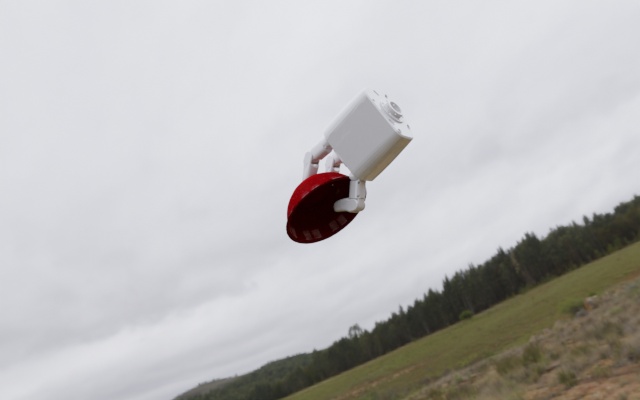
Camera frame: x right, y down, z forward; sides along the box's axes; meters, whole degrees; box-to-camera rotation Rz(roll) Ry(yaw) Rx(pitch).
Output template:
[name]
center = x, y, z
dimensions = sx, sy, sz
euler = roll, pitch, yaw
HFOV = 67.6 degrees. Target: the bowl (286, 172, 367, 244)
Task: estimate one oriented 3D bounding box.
[bowl]
center = -0.001, 0.003, 0.847
dimensions = 0.162, 0.162, 0.055
euler = 0, 42, -41
